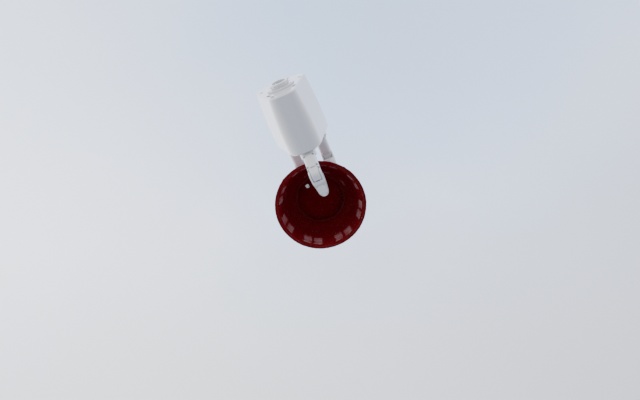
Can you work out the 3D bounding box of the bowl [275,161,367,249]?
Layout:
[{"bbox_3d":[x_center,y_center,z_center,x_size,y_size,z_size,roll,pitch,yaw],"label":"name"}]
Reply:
[{"bbox_3d":[0.000,0.004,0.863,0.162,0.162,0.055,0,16,0],"label":"bowl"}]
